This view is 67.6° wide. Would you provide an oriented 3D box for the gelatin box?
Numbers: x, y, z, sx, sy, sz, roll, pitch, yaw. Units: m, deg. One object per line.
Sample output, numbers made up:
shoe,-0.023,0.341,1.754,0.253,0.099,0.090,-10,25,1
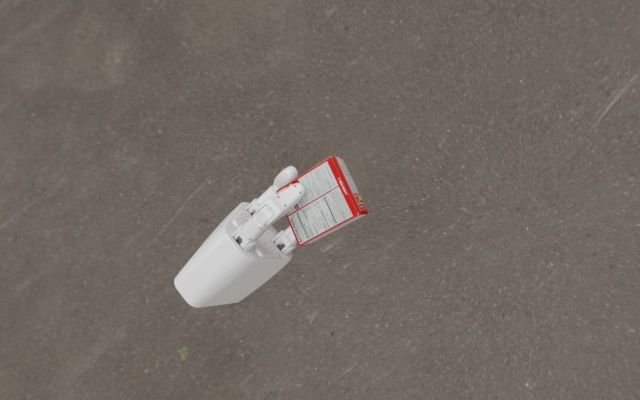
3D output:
gelatin box,0.000,0.002,0.549,0.089,0.073,0.030,-30,-13,27
